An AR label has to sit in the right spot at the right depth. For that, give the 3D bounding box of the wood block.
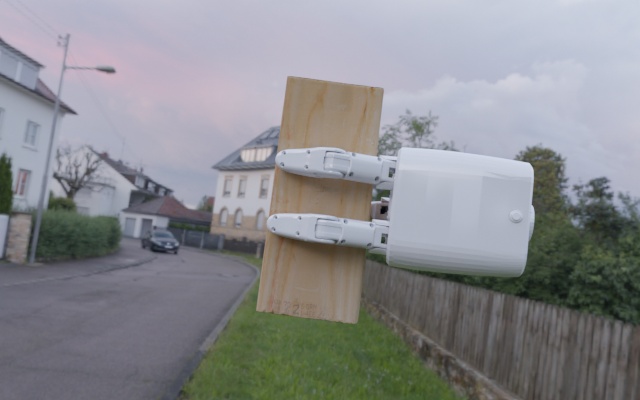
[{"bbox_3d":[0.000,0.001,0.454,0.090,0.206,0.091,7,-5,0],"label":"wood block"}]
